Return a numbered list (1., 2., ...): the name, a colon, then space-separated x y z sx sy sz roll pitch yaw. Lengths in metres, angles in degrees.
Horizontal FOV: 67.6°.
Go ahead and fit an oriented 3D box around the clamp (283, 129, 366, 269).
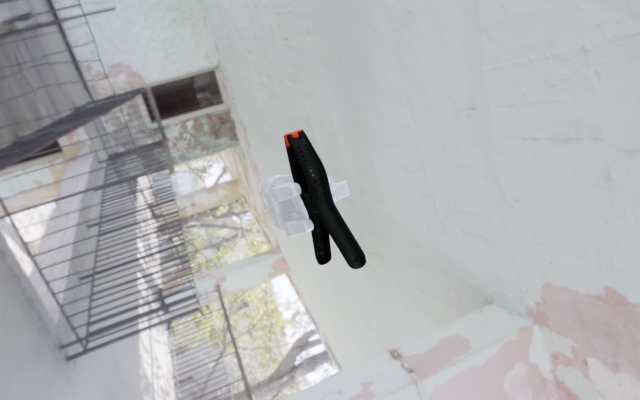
1. clamp: 0.001 0.001 0.668 0.036 0.210 0.164 -20 7 -19
